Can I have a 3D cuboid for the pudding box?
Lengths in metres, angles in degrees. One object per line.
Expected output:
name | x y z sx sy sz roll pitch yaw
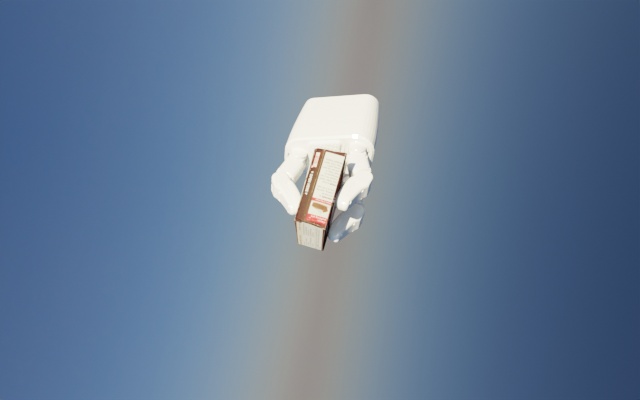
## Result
pudding box | 0.000 0.002 0.552 0.039 0.090 0.113 13 -17 5
